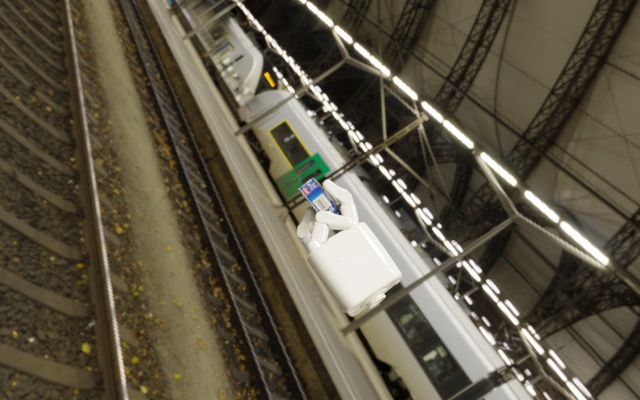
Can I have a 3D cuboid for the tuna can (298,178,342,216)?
[{"bbox_3d":[0.001,0.002,0.830,0.034,0.086,0.086,-39,1,-1],"label":"tuna can"}]
